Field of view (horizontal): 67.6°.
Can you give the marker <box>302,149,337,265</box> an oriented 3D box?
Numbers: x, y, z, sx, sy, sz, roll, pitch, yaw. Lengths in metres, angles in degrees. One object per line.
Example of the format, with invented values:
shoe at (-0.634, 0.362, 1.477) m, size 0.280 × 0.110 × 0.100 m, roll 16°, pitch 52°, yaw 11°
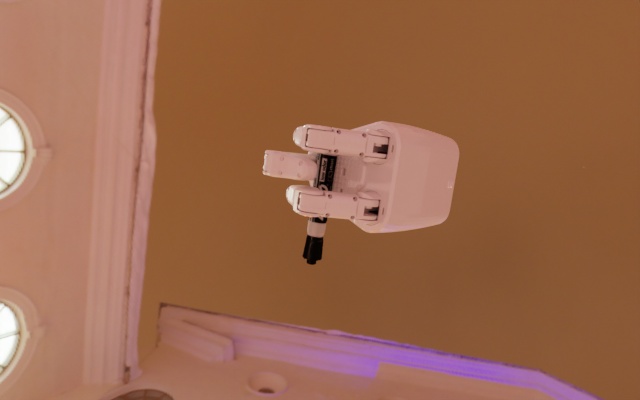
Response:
marker at (0.000, 0.001, 0.447) m, size 0.020 × 0.121 × 0.020 m, roll 8°, pitch 9°, yaw -1°
